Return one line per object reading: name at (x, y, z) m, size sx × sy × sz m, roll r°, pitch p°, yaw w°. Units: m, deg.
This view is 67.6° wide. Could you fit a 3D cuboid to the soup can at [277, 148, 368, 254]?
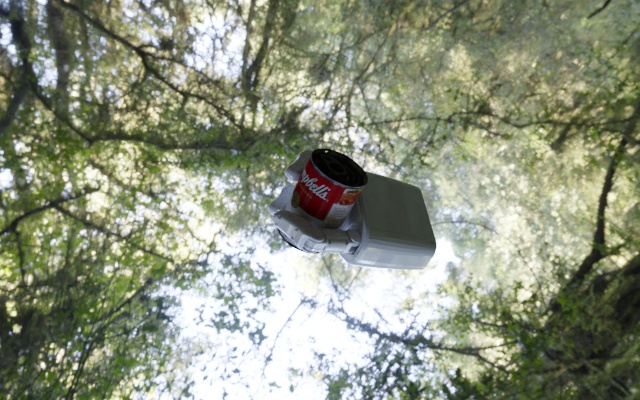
soup can at (0.000, 0.002, 0.538) m, size 0.068 × 0.102 × 0.068 m, roll 21°, pitch 32°, yaw -14°
